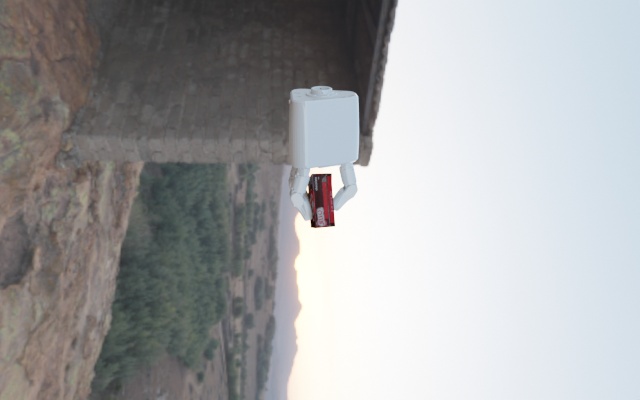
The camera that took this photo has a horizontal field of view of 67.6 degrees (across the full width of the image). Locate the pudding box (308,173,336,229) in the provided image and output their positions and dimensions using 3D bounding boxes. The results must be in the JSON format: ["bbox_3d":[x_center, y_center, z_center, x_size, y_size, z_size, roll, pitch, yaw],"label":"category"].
[{"bbox_3d":[0.000,0.003,0.823,0.039,0.090,0.113,-3,-3,-3],"label":"pudding box"}]
